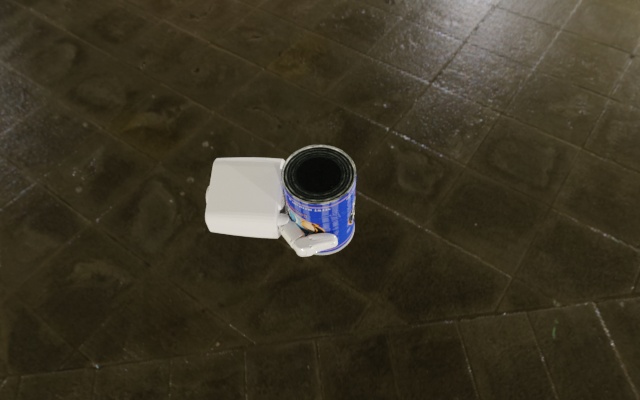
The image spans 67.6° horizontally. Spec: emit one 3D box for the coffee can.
[{"bbox_3d":[0.000,0.002,0.702,0.103,0.102,0.140,0,-35,3],"label":"coffee can"}]
